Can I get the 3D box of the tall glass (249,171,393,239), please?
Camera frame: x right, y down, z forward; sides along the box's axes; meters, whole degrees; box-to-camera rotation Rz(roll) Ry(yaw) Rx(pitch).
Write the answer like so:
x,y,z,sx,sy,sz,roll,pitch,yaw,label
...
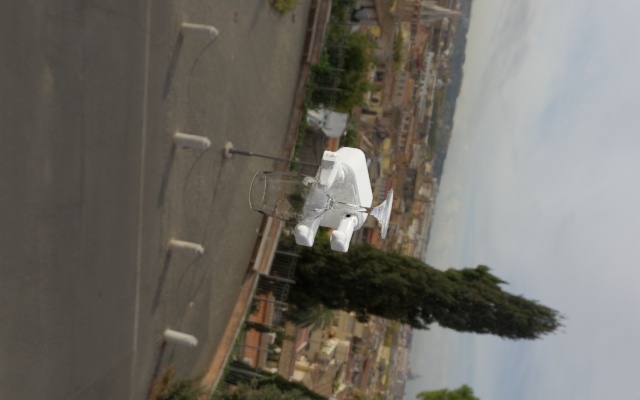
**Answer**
x,y,z,sx,sy,sz,roll,pitch,yaw,label
0.001,0.002,0.700,0.201,0.079,0.079,10,2,13,tall glass
